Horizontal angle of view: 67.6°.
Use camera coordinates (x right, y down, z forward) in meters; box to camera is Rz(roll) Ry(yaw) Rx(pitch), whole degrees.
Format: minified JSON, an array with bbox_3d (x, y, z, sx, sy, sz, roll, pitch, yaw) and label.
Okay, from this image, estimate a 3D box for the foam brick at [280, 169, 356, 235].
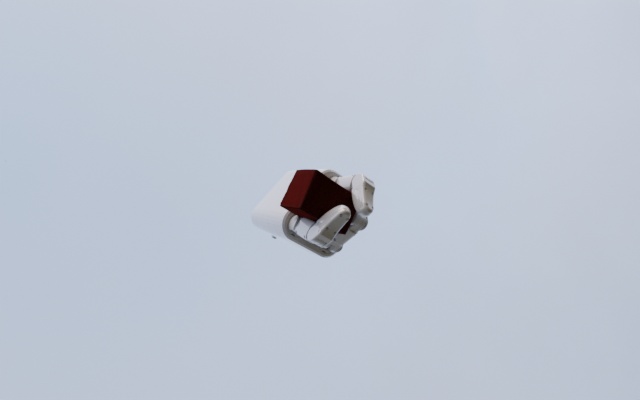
[{"bbox_3d":[0.000,0.002,0.590,0.078,0.053,0.051,32,-13,-31],"label":"foam brick"}]
